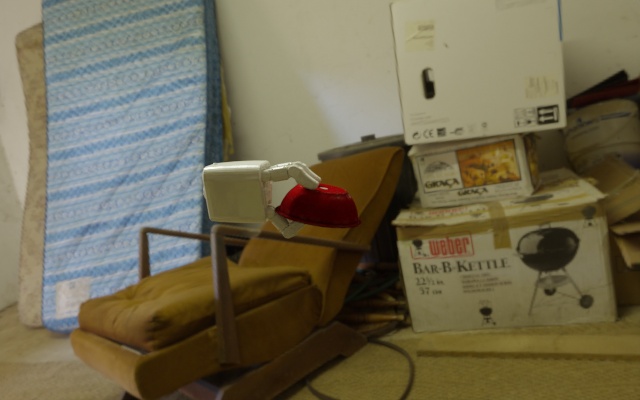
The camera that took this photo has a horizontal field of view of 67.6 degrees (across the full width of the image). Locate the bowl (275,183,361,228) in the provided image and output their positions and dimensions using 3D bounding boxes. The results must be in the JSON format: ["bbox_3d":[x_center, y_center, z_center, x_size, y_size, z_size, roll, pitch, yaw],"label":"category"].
[{"bbox_3d":[0.002,0.003,0.877,0.162,0.055,0.162,9,11,-2],"label":"bowl"}]
